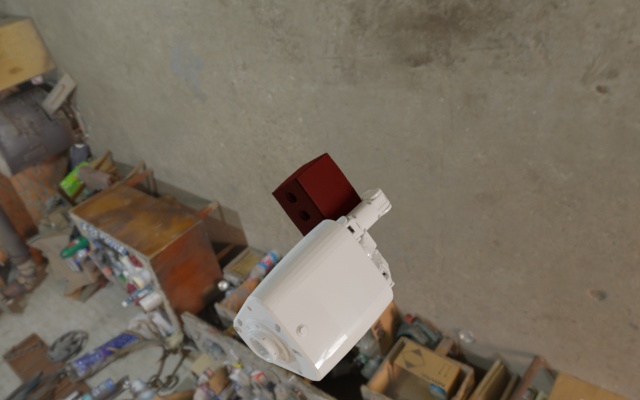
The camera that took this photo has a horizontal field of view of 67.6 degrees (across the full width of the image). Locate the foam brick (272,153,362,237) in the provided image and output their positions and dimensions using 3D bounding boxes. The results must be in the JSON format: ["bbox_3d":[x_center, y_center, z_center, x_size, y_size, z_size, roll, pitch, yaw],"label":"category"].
[{"bbox_3d":[0.000,0.001,0.481,0.051,0.078,0.053,-41,9,-33],"label":"foam brick"}]
